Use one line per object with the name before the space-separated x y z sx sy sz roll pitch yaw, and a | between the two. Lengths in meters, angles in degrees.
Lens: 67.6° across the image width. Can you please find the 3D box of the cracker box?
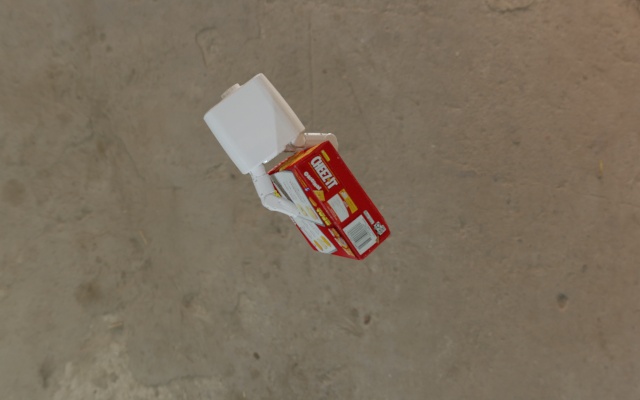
cracker box | 0.000 0.003 0.748 0.072 0.164 0.213 -38 10 -16
